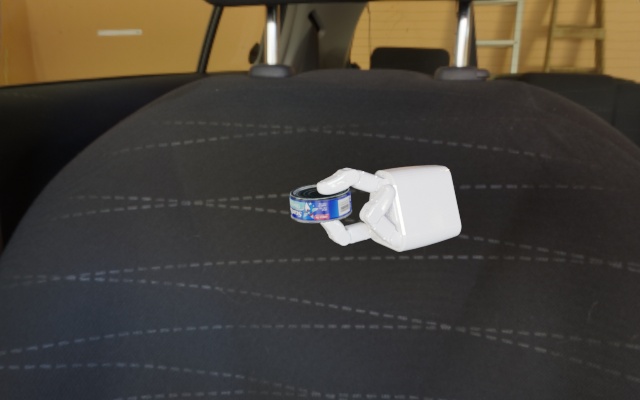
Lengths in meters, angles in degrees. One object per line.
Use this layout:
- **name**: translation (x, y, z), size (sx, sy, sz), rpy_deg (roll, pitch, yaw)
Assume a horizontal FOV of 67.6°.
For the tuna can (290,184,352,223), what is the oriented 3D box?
- **tuna can**: translation (0.000, 0.002, 0.663), size (0.086, 0.034, 0.086), rpy_deg (-4, 16, 1)
